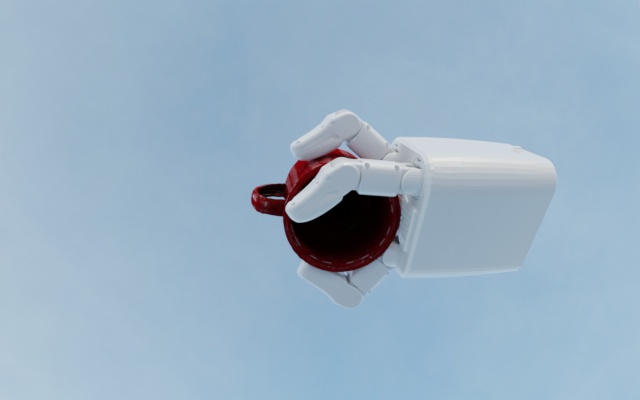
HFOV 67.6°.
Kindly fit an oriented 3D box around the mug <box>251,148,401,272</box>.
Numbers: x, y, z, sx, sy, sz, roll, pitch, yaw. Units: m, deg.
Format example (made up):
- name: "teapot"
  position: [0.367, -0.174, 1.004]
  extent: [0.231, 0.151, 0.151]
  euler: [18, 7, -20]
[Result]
- name: "mug"
  position: [-0.001, 0.001, 0.405]
  extent: [0.117, 0.093, 0.081]
  euler: [1, 18, -9]
